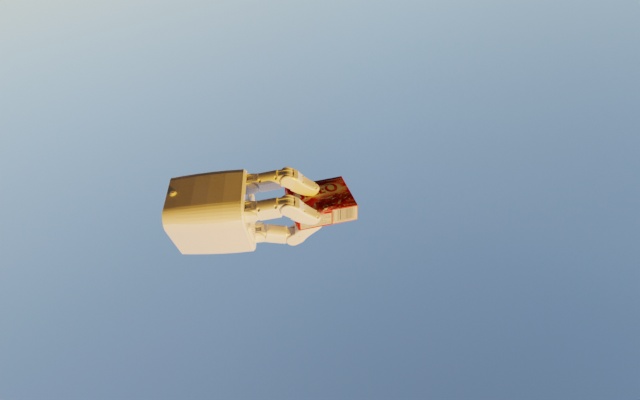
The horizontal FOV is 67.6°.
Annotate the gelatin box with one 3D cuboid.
[{"bbox_3d":[0.000,0.003,0.680,0.089,0.030,0.073,-10,39,-13],"label":"gelatin box"}]
